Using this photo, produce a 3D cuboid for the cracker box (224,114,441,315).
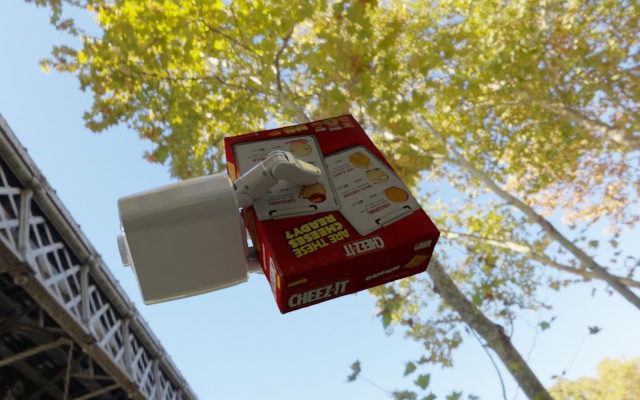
[{"bbox_3d":[0.000,0.001,0.522,0.164,0.072,0.213,-13,47,-17],"label":"cracker box"}]
